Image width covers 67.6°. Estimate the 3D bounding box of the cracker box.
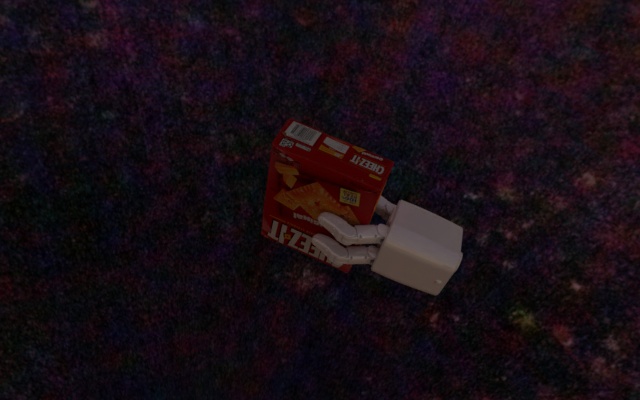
[{"bbox_3d":[0.000,0.002,0.724,0.164,0.072,0.214,24,-41,8],"label":"cracker box"}]
